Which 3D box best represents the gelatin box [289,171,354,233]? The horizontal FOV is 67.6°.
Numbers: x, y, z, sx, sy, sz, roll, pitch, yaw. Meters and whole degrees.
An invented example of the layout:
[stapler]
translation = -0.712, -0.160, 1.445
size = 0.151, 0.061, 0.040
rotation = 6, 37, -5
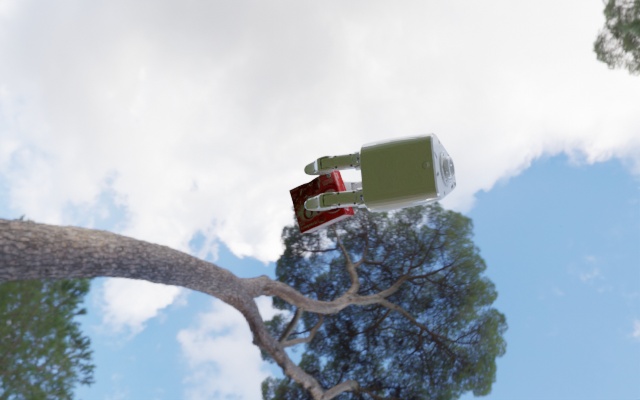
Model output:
[gelatin box]
translation = 0.000, 0.003, 0.736
size = 0.089, 0.073, 0.030
rotation = -24, -15, 30
